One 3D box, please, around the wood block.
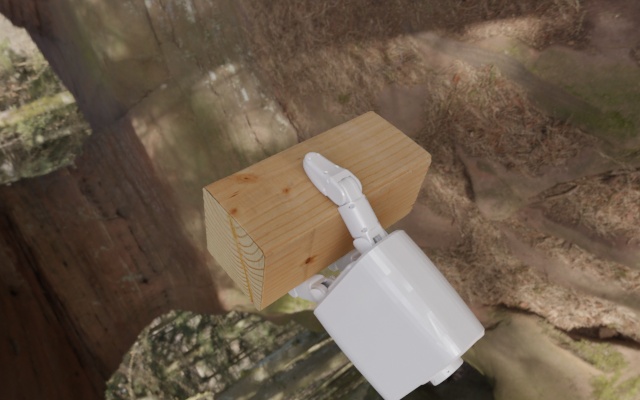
[{"bbox_3d":[0.000,0.002,0.468,0.206,0.091,0.090,-29,58,-31],"label":"wood block"}]
